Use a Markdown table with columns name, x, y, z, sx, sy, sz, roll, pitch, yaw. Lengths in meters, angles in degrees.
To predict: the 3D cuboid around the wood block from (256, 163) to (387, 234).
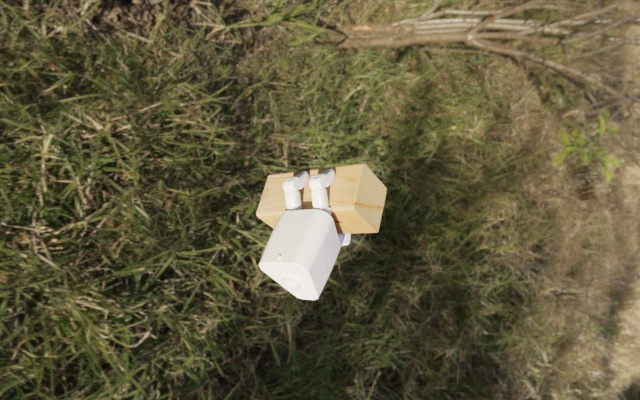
| name | x | y | z | sx | sy | sz | roll | pitch | yaw |
| --- | --- | --- | --- | --- | --- | --- | --- | --- | --- |
| wood block | 0.000 | 0.003 | 0.850 | 0.206 | 0.090 | 0.091 | -4 | -31 | 34 |
